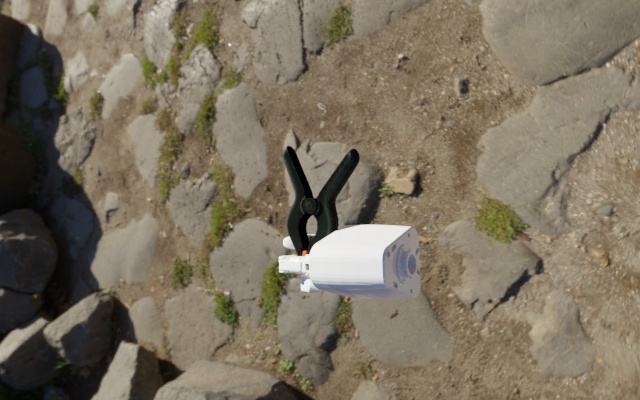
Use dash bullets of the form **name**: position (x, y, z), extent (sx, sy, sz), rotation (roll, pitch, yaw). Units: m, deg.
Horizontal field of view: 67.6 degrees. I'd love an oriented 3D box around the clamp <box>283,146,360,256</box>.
- **clamp**: position (0.000, 0.002, 0.669), extent (0.120, 0.171, 0.039), rotation (-4, -4, 35)
